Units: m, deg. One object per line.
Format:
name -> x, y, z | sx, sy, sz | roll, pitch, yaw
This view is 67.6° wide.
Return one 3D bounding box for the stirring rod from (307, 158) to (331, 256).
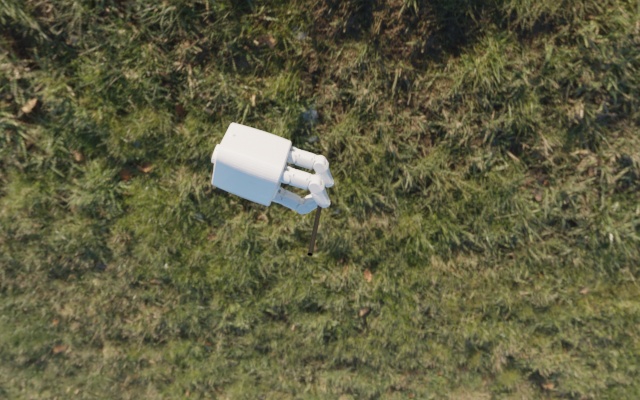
stirring rod -> 0.000, 0.003, 0.799 | 0.011, 0.011, 0.239 | 0, 40, 10
